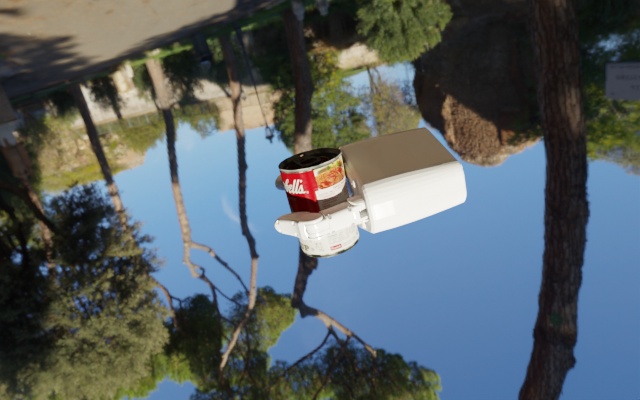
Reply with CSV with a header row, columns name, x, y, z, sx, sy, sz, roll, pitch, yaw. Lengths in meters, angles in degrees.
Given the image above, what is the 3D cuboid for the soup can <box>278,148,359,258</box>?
name,x,y,z,sx,sy,sz,roll,pitch,yaw
soup can,0.000,0.002,0.517,0.068,0.102,0.068,-12,21,5
